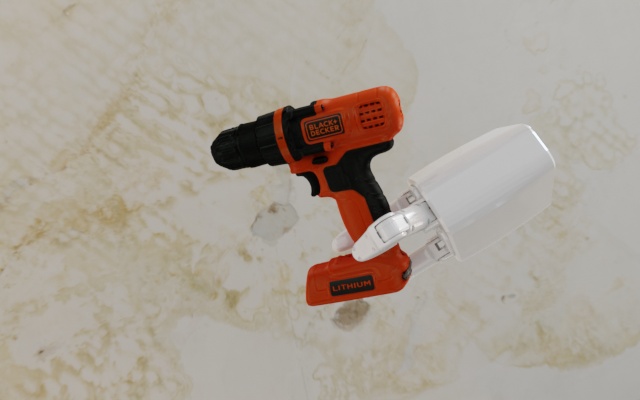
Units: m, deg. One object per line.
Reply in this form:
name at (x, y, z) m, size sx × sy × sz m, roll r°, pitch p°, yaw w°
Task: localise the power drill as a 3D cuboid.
power drill at (0.000, 0.002, 0.450) m, size 0.184 × 0.188 × 0.057 m, roll -12°, pitch 11°, yaw 17°
